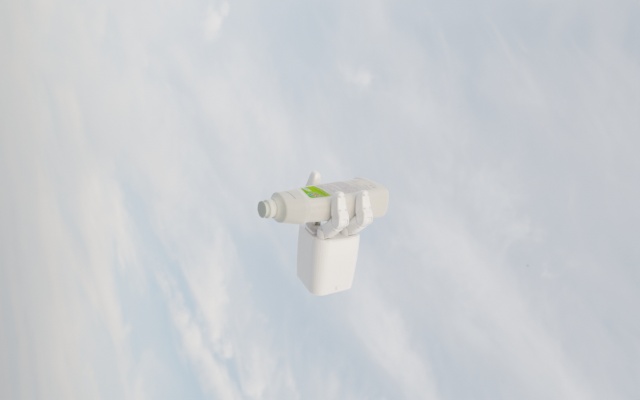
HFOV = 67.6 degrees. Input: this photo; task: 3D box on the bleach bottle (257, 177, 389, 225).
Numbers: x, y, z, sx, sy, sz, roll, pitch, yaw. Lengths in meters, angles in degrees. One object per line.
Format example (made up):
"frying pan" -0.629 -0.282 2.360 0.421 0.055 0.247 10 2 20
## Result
"bleach bottle" 0.000 0.003 0.848 0.251 0.068 0.102 -5 19 -37
